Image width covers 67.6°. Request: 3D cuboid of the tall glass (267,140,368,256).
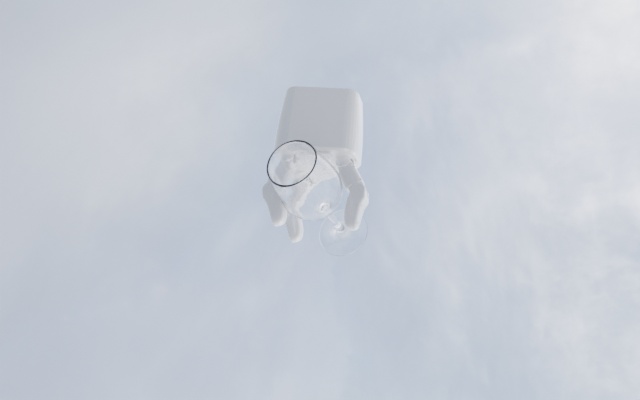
[{"bbox_3d":[0.000,0.002,0.619,0.079,0.079,0.201,0,-26,22],"label":"tall glass"}]
